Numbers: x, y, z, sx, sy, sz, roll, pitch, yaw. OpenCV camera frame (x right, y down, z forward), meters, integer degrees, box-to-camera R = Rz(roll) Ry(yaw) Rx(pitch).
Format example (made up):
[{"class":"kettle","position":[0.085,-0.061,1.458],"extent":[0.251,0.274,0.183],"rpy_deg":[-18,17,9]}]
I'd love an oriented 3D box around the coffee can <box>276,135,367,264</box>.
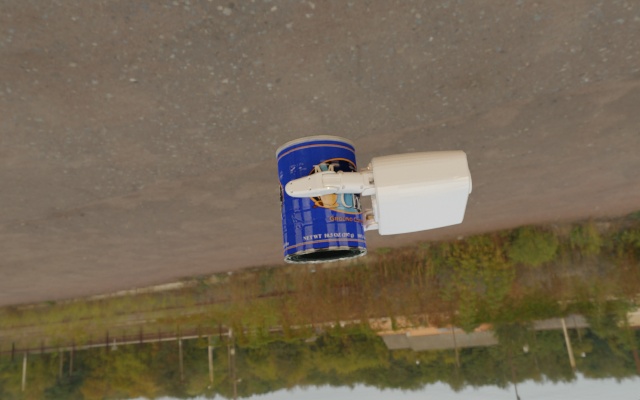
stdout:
[{"class":"coffee can","position":[0.000,0.002,0.600],"extent":[0.103,0.140,0.103],"rpy_deg":[-5,-15,-1]}]
